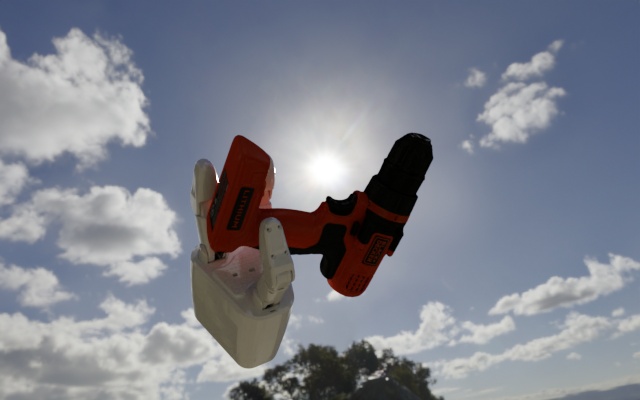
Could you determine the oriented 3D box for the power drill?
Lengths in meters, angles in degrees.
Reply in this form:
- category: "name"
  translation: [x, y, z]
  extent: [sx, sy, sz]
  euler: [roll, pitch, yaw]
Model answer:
- category: "power drill"
  translation: [0.000, 0.002, 0.451]
  extent: [0.188, 0.184, 0.057]
  euler: [16, 21, -23]
